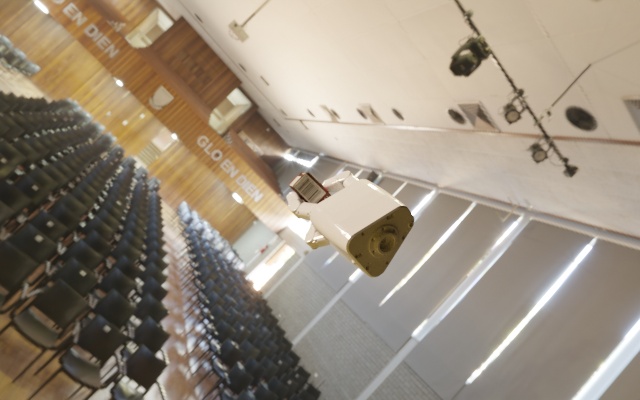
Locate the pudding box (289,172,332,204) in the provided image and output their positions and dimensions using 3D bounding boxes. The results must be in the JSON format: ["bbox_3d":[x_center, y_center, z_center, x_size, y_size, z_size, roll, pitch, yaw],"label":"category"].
[{"bbox_3d":[0.000,0.003,0.802,0.039,0.113,0.090,-44,7,-4],"label":"pudding box"}]
